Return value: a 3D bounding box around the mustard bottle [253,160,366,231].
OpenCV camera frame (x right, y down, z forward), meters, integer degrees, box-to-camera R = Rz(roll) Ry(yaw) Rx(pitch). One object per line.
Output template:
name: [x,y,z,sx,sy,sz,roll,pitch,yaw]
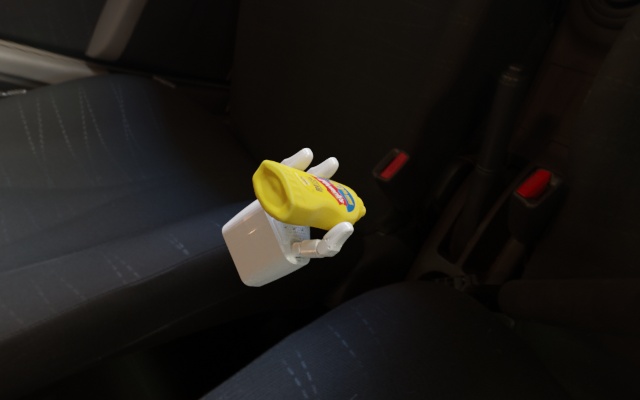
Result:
mustard bottle: [0.000,0.002,0.673,0.192,0.058,0.096,14,28,-47]
